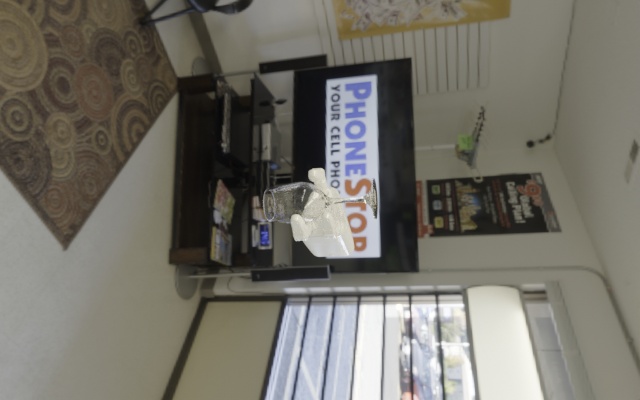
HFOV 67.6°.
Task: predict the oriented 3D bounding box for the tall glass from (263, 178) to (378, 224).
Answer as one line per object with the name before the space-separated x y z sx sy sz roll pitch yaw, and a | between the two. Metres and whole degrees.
tall glass | 0.001 0.003 0.867 0.201 0.079 0.079 -3 -1 13
